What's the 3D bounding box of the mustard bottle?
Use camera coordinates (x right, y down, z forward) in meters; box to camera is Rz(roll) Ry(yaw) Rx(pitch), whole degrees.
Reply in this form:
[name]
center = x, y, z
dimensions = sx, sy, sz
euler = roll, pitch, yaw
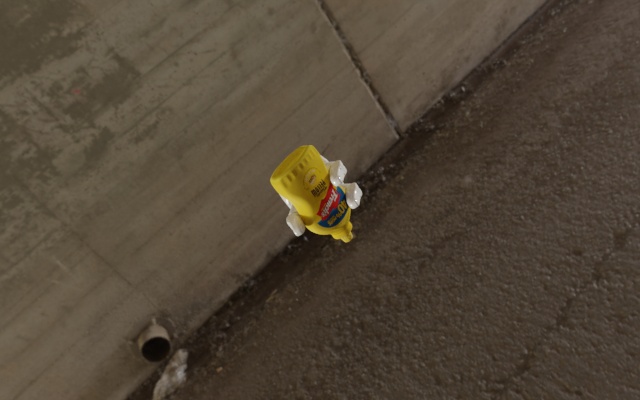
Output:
[mustard bottle]
center = 0.000, 0.003, 0.844
dimensions = 0.058, 0.192, 0.096
euler = 2, 45, 52
